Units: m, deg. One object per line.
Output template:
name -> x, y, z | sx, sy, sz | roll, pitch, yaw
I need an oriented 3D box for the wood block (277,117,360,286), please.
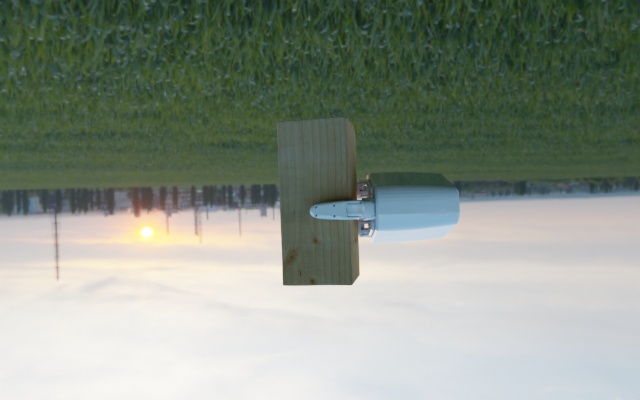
wood block -> 0.000, 0.002, 0.629 | 0.090, 0.206, 0.091 | -2, 0, 11
